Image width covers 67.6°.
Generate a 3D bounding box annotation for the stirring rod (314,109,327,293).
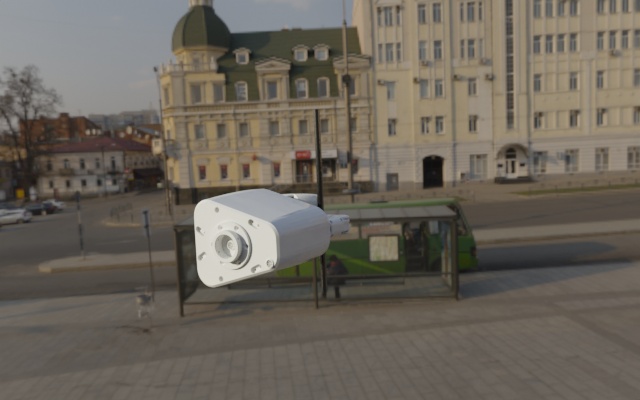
[{"bbox_3d":[0.000,0.002,0.628,0.011,0.239,0.011,-2,5,0],"label":"stirring rod"}]
